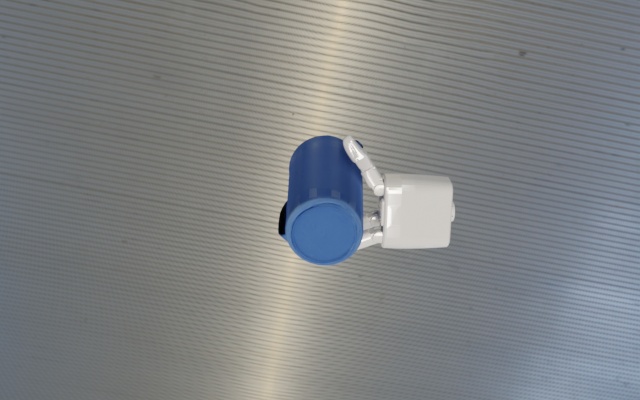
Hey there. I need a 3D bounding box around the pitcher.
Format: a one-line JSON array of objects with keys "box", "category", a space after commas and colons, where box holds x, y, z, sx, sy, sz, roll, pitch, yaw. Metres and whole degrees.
[{"box": [0.000, 0.002, 0.757, 0.145, 0.149, 0.242, 2, 25, 1], "category": "pitcher"}]
